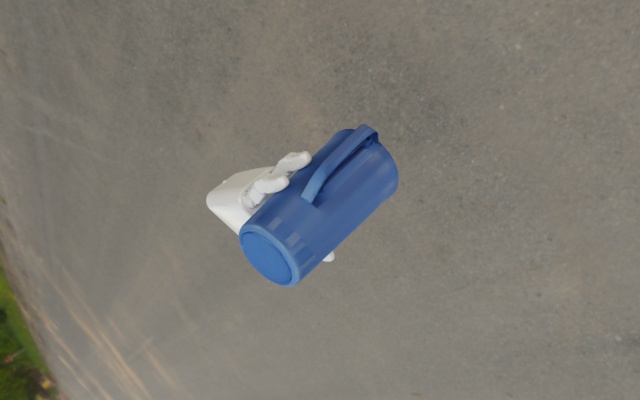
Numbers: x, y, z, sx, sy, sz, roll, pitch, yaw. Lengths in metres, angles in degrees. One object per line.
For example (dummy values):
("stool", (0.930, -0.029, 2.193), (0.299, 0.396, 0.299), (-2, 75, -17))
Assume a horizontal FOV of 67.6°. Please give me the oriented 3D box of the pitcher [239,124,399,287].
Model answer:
("pitcher", (0.000, 0.002, 0.691), (0.145, 0.149, 0.242), (-1, 34, 47))
